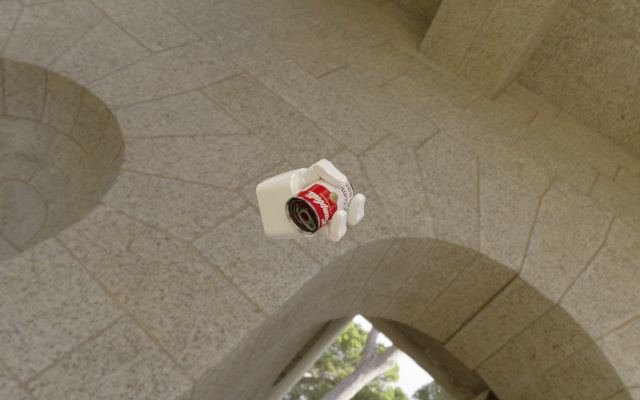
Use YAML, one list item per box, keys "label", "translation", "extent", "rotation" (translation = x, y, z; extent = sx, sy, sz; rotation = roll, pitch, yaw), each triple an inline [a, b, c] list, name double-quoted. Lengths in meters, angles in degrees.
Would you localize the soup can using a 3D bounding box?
- label: "soup can"
  translation: [0.001, 0.002, 0.781]
  extent: [0.068, 0.068, 0.102]
  rotation: [0, 26, 41]
